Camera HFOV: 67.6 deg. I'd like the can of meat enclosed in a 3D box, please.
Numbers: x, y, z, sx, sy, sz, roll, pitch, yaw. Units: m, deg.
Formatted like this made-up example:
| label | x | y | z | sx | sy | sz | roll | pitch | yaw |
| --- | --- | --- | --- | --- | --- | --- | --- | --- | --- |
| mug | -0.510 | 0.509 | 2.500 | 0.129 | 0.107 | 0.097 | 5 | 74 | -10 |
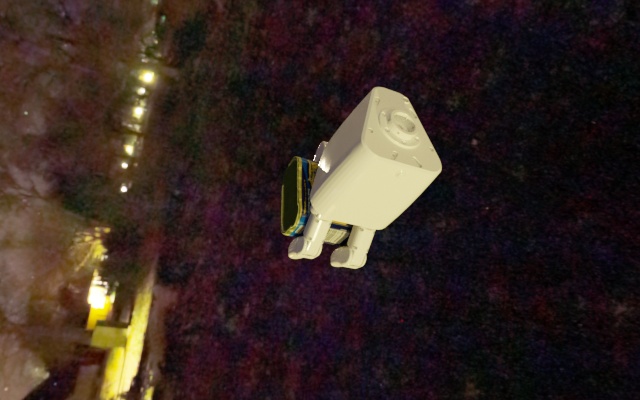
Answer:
| label | x | y | z | sx | sy | sz | roll | pitch | yaw |
| --- | --- | --- | --- | --- | --- | --- | --- | --- | --- |
| can of meat | 0.000 | 0.002 | 0.581 | 0.084 | 0.102 | 0.057 | 14 | -36 | -23 |
